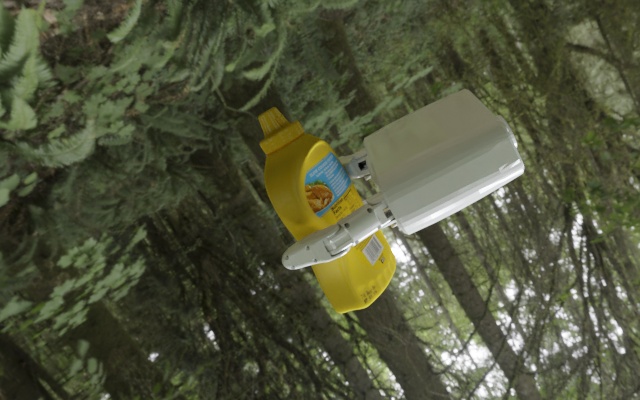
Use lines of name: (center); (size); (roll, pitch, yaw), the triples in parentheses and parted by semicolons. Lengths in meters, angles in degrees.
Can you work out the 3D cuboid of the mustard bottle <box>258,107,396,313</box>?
mustard bottle: (0.000, 0.002, 0.443); (0.058, 0.192, 0.096); (-22, 14, 36)
